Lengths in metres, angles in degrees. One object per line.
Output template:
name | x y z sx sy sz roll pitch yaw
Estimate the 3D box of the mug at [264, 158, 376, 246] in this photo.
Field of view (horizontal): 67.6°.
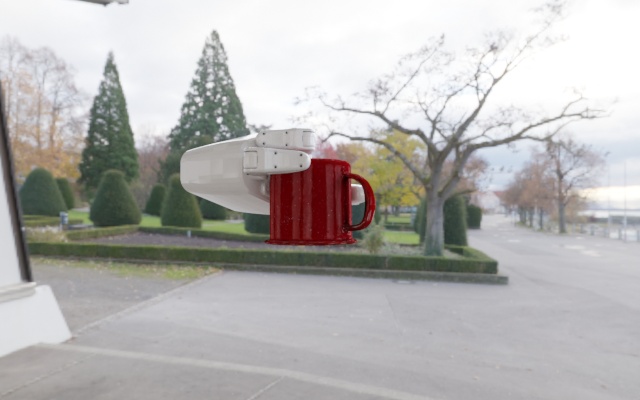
mug | 0.001 0.001 0.473 0.117 0.081 0.093 -1 -2 36
